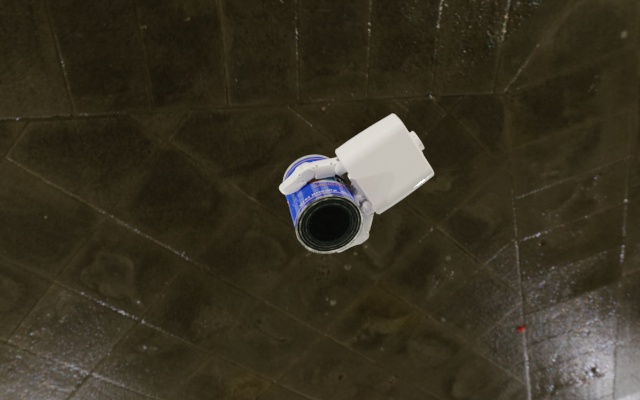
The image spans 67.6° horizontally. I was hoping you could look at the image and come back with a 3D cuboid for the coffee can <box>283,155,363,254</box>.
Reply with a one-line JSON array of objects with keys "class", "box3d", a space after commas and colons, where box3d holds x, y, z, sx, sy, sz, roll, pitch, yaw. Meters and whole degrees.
[{"class": "coffee can", "box3d": [0.000, 0.002, 0.758, 0.103, 0.103, 0.140, 0, 30, -13]}]
